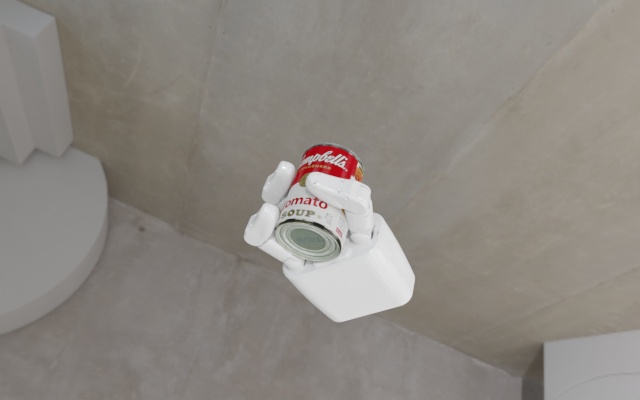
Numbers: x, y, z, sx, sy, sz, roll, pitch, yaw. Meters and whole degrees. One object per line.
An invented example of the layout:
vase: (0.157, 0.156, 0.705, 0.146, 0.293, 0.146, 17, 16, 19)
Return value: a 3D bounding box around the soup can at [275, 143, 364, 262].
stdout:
soup can: (0.000, 0.001, 0.480, 0.068, 0.102, 0.069, 12, -36, 9)
